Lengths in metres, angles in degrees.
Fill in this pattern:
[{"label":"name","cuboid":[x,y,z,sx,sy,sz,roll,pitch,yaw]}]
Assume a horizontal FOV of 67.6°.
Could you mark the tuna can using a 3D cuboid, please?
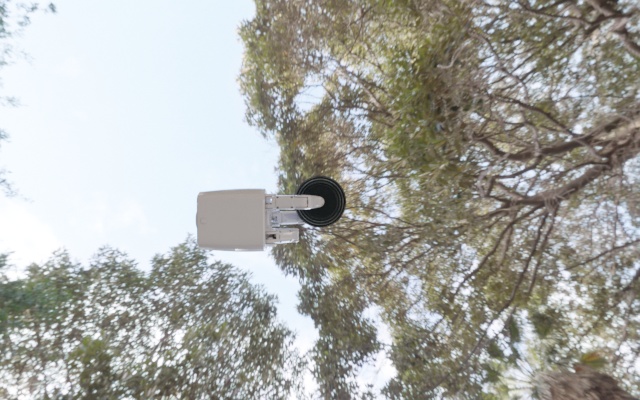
[{"label":"tuna can","cuboid":[0.000,0.003,0.798,0.086,0.086,0.034,0,-2,2]}]
